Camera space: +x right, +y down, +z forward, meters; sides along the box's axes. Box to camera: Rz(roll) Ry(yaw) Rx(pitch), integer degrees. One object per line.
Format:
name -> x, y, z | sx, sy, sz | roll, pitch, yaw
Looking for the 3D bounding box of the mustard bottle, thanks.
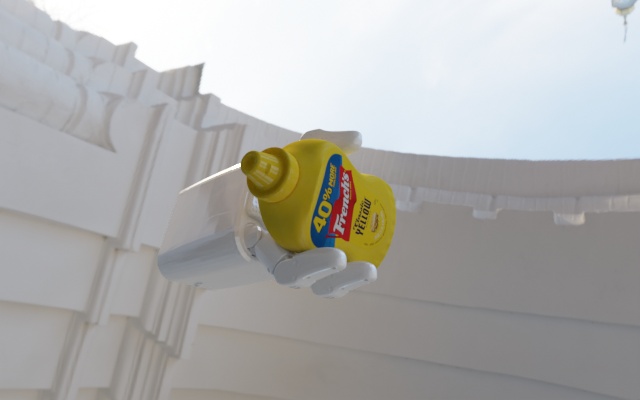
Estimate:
mustard bottle -> 0.000, 0.001, 0.409 | 0.058, 0.096, 0.192 | 9, -12, 36
